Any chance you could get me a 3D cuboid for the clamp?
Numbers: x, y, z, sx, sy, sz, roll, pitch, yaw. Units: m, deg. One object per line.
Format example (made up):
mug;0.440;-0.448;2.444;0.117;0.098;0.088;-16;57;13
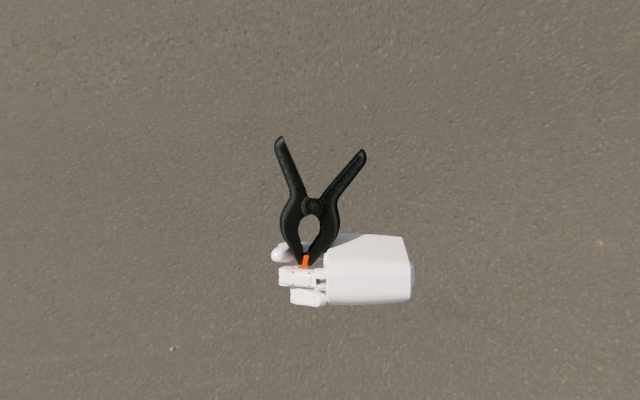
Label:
clamp;0.000;0.002;0.622;0.120;0.171;0.039;0;6;0
